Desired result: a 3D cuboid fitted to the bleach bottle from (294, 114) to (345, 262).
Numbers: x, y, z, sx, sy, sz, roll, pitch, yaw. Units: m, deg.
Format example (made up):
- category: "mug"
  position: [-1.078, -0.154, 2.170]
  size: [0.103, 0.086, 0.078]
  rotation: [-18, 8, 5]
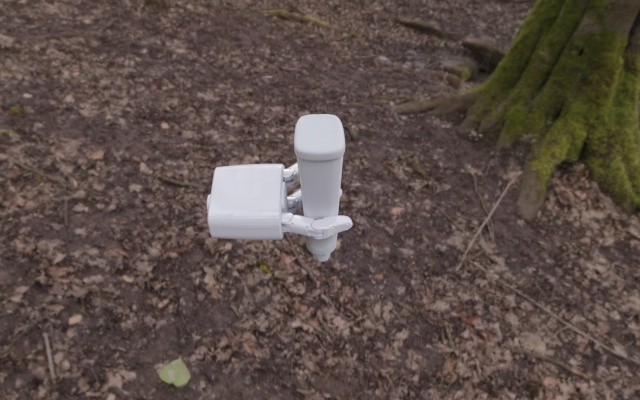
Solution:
- category: "bleach bottle"
  position: [0.000, 0.002, 0.720]
  size: [0.068, 0.251, 0.102]
  rotation: [-1, 40, 0]
